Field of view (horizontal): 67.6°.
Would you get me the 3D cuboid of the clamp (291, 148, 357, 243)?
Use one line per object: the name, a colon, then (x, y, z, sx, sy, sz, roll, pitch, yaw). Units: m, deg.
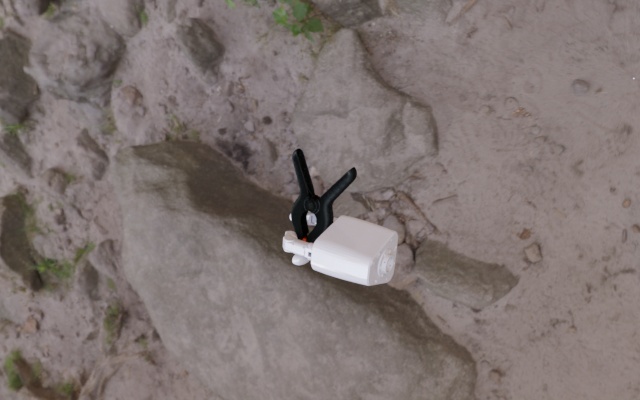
clamp: (0.000, 0.003, 0.819, 0.120, 0.171, 0.039, 14, 20, 31)
